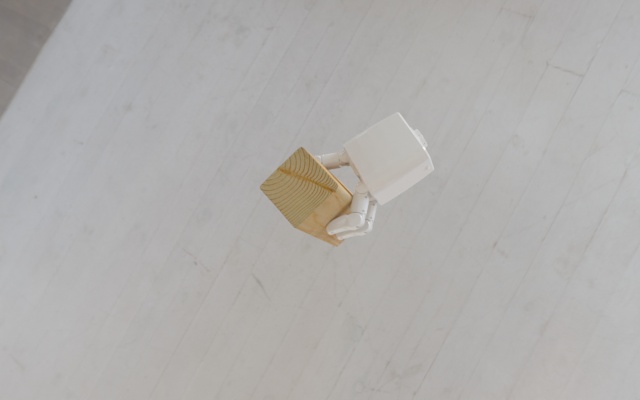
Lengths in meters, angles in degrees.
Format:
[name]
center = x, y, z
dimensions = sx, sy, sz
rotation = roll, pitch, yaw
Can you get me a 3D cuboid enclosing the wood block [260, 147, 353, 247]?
[wood block]
center = 0.000, 0.002, 0.778
dimensions = 0.090, 0.090, 0.206
rotation = 48, 5, 22
